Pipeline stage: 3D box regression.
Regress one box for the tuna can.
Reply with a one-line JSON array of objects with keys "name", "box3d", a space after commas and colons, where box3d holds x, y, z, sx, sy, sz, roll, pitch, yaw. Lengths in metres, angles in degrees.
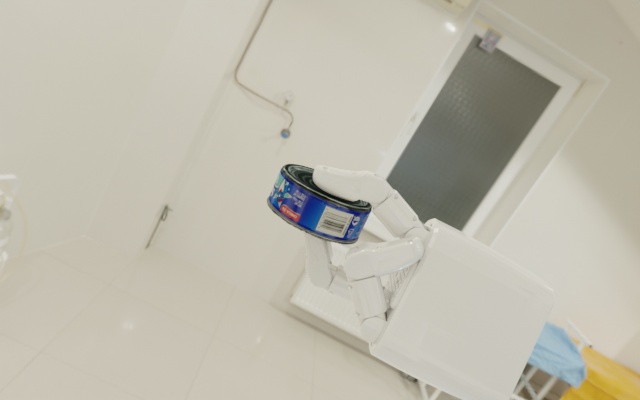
[{"name": "tuna can", "box3d": [0.000, 0.001, 0.407, 0.086, 0.034, 0.086, 23, 15, -6]}]
